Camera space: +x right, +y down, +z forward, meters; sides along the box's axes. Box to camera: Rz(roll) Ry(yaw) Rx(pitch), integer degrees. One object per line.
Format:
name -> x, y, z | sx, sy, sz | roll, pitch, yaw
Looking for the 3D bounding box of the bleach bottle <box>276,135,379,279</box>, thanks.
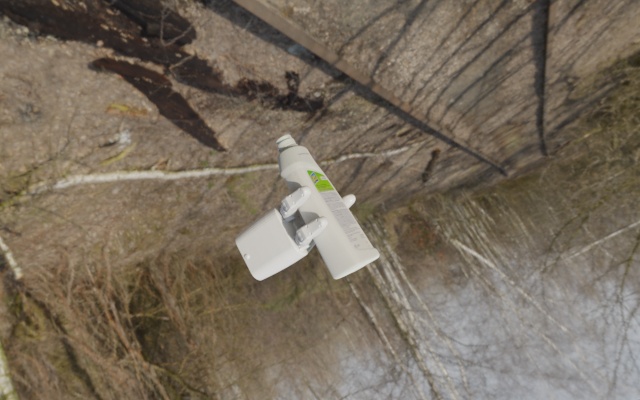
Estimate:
bleach bottle -> 0.000, 0.003, 0.795 | 0.068, 0.250, 0.102 | -34, -13, 23
